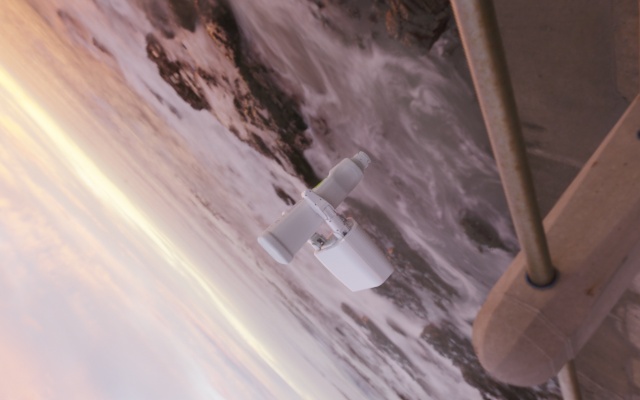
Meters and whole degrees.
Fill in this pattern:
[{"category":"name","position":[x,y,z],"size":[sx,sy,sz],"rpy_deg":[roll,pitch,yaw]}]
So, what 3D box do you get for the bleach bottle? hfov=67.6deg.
[{"category":"bleach bottle","position":[0.000,0.003,0.854],"size":[0.251,0.068,0.102],"rpy_deg":[-45,7,-15]}]
